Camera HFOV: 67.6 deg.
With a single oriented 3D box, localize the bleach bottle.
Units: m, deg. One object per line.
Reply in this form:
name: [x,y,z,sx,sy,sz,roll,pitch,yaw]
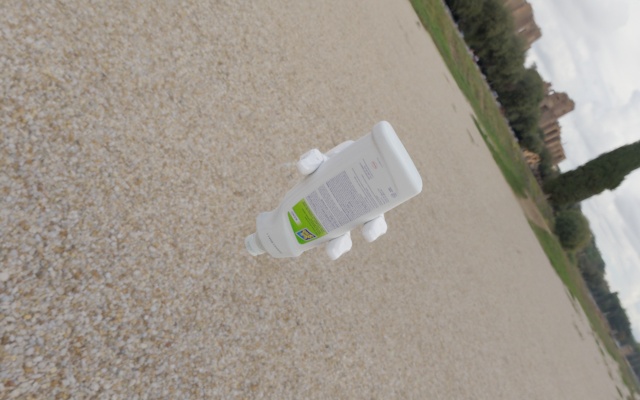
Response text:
bleach bottle: [0.000,0.002,0.627,0.251,0.102,0.068,-29,9,21]
